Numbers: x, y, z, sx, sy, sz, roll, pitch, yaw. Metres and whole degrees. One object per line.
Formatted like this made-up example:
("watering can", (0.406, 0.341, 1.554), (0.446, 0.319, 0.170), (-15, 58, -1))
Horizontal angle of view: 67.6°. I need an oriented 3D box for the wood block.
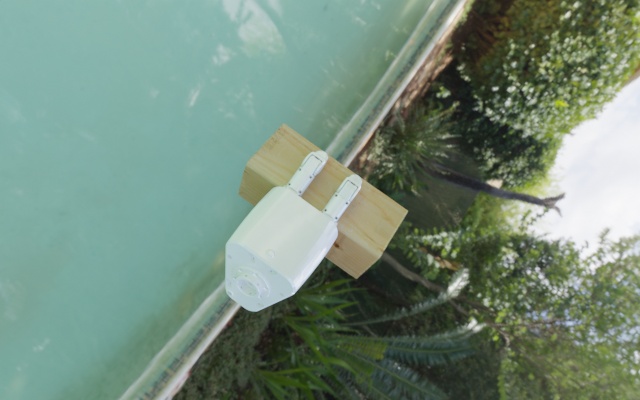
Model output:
("wood block", (0.000, 0.003, 0.657), (0.206, 0.090, 0.091), (36, -32, 2))
